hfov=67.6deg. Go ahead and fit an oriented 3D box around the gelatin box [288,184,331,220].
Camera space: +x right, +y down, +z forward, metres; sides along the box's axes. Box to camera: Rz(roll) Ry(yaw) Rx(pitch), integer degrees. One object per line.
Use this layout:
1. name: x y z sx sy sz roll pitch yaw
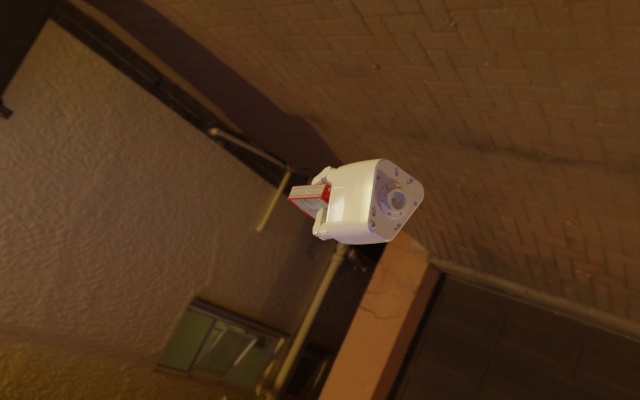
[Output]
1. gelatin box: 0.000 0.003 0.813 0.089 0.030 0.073 -4 -33 46
